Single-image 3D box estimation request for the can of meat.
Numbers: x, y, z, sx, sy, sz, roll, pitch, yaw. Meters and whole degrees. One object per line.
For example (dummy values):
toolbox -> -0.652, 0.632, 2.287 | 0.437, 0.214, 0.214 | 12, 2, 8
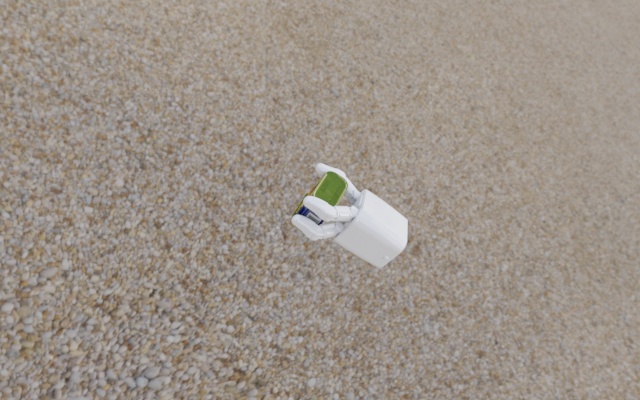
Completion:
can of meat -> 0.000, 0.003, 0.894 | 0.057, 0.102, 0.084 | 36, -45, -5
